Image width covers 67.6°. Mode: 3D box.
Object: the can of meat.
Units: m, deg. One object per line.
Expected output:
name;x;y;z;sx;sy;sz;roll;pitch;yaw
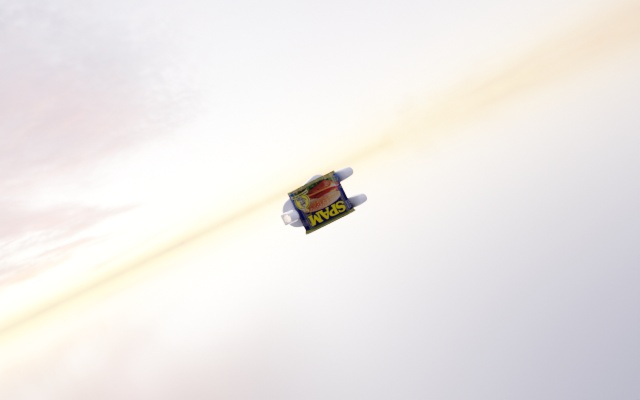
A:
can of meat;0.000;0.003;0.869;0.102;0.084;0.057;-26;2;-3
